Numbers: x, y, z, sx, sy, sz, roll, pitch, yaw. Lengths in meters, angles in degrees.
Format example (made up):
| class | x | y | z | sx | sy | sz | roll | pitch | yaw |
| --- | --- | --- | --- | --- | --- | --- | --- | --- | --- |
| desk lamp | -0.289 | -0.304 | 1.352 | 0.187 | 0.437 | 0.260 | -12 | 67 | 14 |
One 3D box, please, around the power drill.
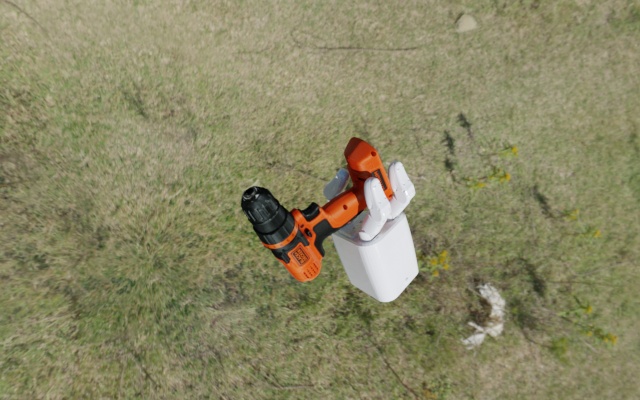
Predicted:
| class | x | y | z | sx | sy | sz | roll | pitch | yaw |
| --- | --- | --- | --- | --- | --- | --- | --- | --- | --- |
| power drill | 0.001 | 0.002 | 0.633 | 0.057 | 0.187 | 0.185 | 42 | -12 | 42 |
